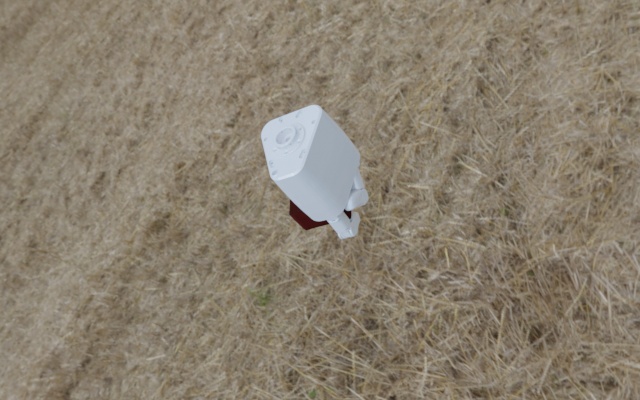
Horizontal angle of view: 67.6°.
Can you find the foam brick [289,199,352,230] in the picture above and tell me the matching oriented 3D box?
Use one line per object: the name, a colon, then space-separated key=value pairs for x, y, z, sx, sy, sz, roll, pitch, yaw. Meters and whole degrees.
foam brick: x=0.000 y=0.002 z=0.692 sx=0.078 sy=0.053 sz=0.051 roll=-16 pitch=-36 yaw=25
